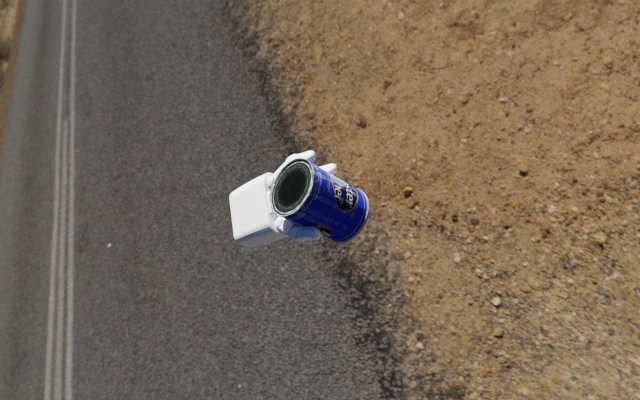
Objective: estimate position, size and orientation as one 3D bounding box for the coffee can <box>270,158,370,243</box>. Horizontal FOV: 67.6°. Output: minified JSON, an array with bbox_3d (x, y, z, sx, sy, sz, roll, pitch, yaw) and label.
[{"bbox_3d":[0.000,0.003,0.808,0.140,0.102,0.103,27,-18,-40],"label":"coffee can"}]
